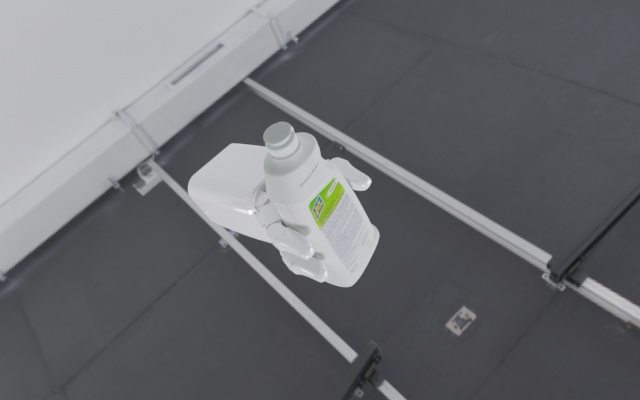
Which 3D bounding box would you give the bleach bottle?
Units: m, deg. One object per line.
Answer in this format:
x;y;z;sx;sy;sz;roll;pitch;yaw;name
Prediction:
0.000;0.002;0.549;0.068;0.102;0.251;14;-29;29;bleach bottle
